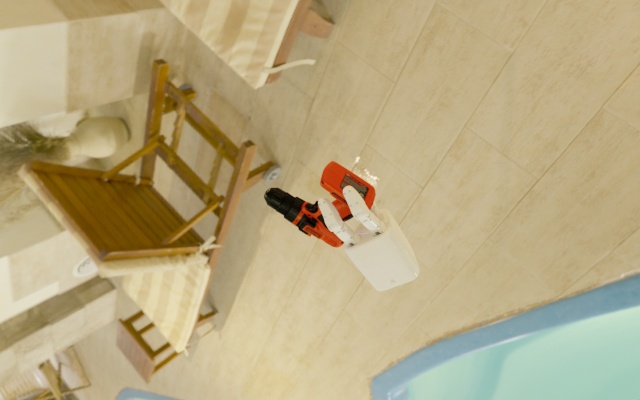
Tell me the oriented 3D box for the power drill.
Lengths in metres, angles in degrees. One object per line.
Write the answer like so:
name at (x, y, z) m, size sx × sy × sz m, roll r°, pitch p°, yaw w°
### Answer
power drill at (0.001, 0.003, 0.882) m, size 0.184 × 0.057 × 0.188 m, roll 31°, pitch -34°, yaw -11°
